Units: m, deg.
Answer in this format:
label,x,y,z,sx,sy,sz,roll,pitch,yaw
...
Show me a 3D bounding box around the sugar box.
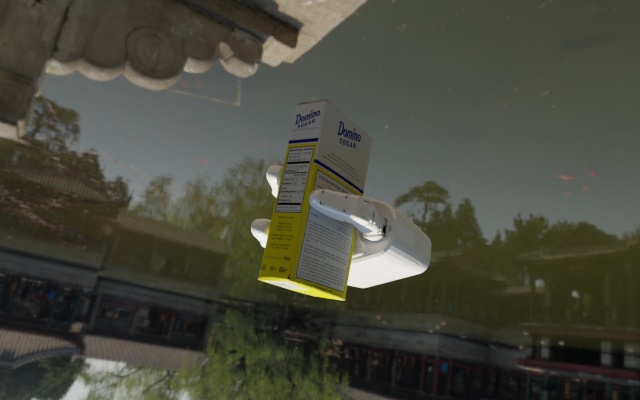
label,x,y,z,sx,sy,sz,roll,pitch,yaw
sugar box,0.000,0.002,0.470,0.048,0.176,0.093,-3,-21,35
